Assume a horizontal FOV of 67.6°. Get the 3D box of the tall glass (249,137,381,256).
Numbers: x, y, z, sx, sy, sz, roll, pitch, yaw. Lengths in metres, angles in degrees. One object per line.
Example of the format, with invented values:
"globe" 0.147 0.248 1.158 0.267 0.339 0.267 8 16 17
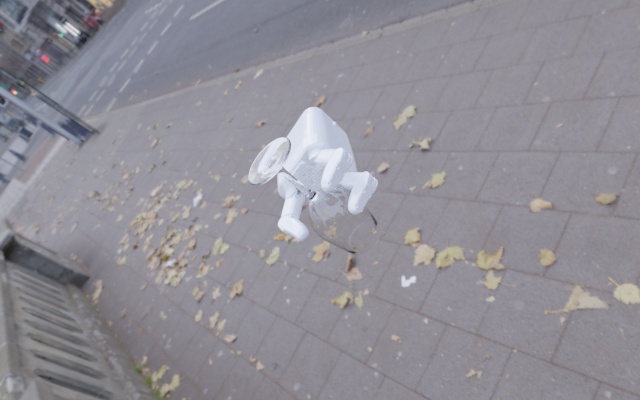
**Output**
"tall glass" 0.000 0.002 0.654 0.201 0.079 0.079 39 -24 -33
